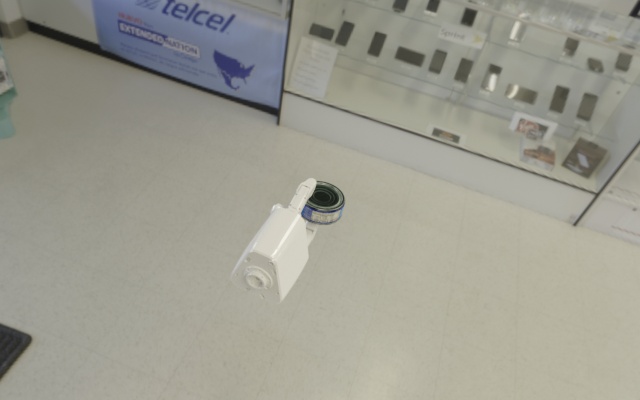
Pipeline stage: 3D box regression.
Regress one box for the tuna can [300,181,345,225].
[{"bbox_3d":[0.000,0.002,0.847,0.086,0.034,0.086,9,38,-7],"label":"tuna can"}]
